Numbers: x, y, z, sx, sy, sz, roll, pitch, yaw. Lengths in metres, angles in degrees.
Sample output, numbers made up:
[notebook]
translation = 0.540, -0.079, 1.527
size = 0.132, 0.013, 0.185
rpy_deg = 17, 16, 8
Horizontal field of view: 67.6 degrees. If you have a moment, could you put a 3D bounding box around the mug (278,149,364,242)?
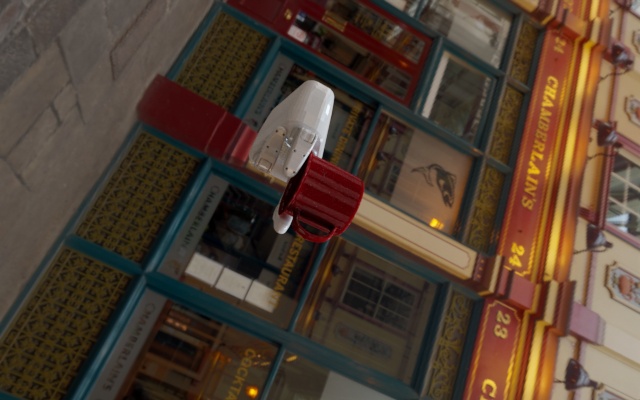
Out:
[mug]
translation = 0.000, 0.003, 0.600
size = 0.081, 0.117, 0.093
rpy_deg = 26, -43, -12
